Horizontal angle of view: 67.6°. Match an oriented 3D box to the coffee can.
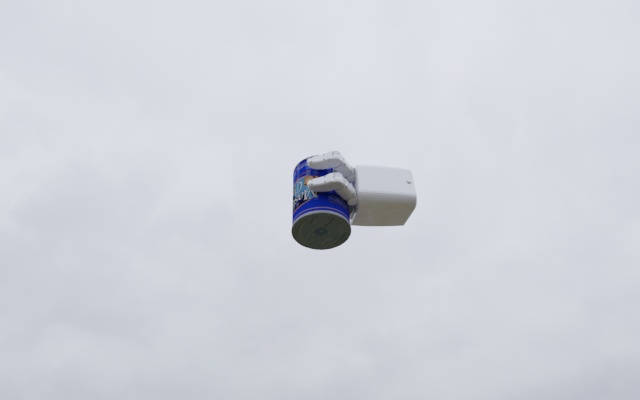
[{"bbox_3d":[0.000,0.003,0.859,0.103,0.140,0.103,-1,-42,-1],"label":"coffee can"}]
